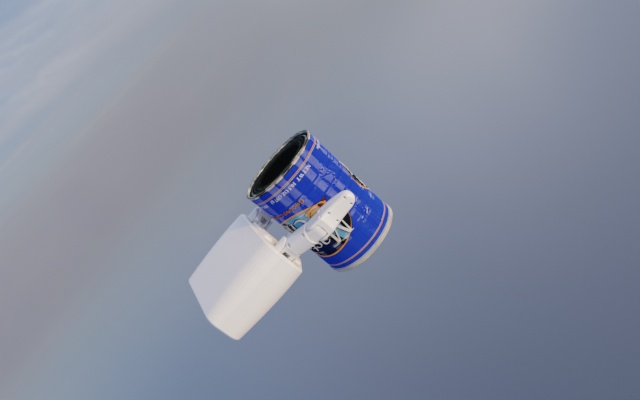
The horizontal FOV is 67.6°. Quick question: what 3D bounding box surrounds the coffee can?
[{"bbox_3d":[0.000,0.002,0.559,0.140,0.102,0.103,42,-16,-19],"label":"coffee can"}]
